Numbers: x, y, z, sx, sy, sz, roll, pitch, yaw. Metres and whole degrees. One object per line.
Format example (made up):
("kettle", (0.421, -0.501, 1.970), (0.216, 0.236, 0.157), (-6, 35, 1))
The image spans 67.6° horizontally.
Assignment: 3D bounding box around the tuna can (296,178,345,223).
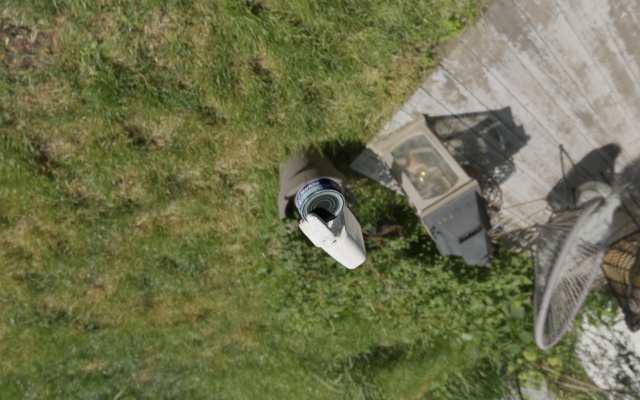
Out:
("tuna can", (0.000, 0.003, 0.865), (0.086, 0.086, 0.033), (0, 40, -23))
